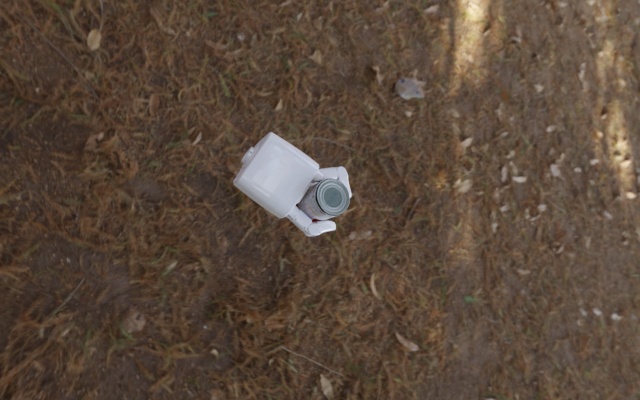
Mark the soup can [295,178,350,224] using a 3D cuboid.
[{"bbox_3d":[0.001,0.003,0.864,0.068,0.068,0.102,0,-11,-27],"label":"soup can"}]
